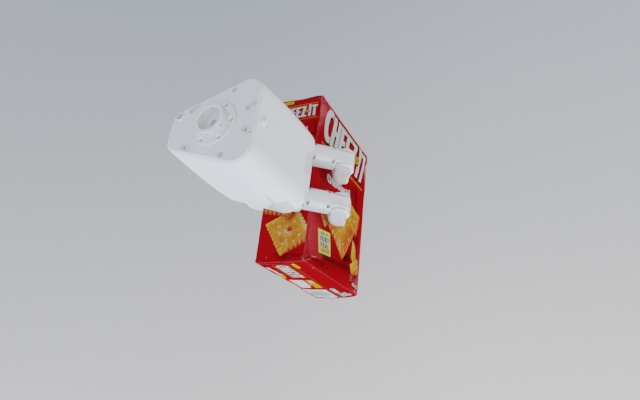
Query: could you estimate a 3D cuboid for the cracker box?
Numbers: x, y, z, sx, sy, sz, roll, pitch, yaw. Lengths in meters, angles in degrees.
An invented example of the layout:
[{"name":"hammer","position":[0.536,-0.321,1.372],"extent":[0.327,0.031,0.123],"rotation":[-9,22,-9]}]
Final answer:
[{"name":"cracker box","position":[0.000,0.002,0.612],"extent":[0.072,0.213,0.164],"rotation":[-5,-26,25]}]
